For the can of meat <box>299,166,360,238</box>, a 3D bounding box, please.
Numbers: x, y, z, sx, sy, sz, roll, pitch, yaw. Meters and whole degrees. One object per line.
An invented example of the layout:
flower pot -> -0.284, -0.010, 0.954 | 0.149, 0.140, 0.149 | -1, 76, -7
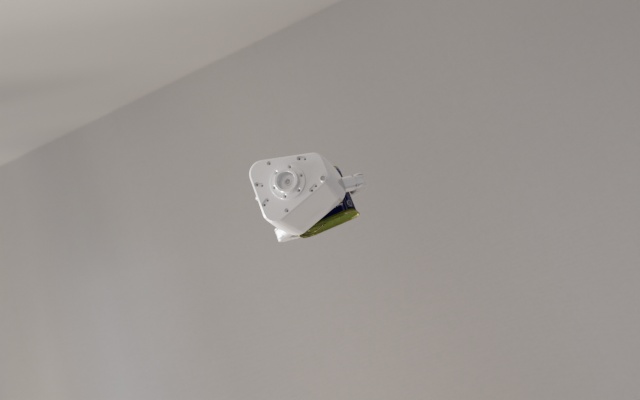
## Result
can of meat -> 0.000, 0.002, 0.775 | 0.102, 0.084, 0.057 | -24, -15, 10
